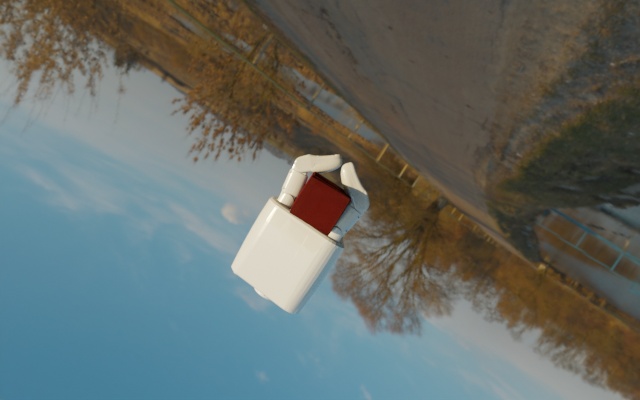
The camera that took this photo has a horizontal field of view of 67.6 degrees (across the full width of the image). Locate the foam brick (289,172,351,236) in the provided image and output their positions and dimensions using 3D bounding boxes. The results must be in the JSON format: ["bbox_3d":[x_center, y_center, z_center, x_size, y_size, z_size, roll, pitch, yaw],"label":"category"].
[{"bbox_3d":[0.000,0.002,0.567,0.053,0.051,0.078,33,6,-3],"label":"foam brick"}]
